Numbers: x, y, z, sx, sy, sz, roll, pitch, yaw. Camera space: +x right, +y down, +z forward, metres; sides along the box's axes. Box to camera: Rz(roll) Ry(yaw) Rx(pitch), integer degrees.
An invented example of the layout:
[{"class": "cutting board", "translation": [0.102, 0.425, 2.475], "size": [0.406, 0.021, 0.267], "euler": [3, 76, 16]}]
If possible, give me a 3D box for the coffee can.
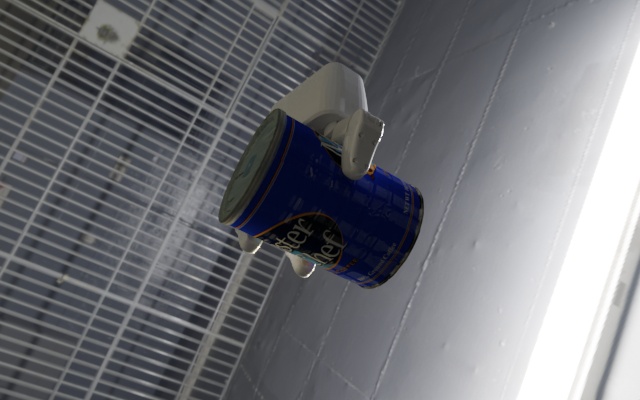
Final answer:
[{"class": "coffee can", "translation": [0.000, 0.001, 0.405], "size": [0.140, 0.103, 0.103], "euler": [27, -10, -19]}]
